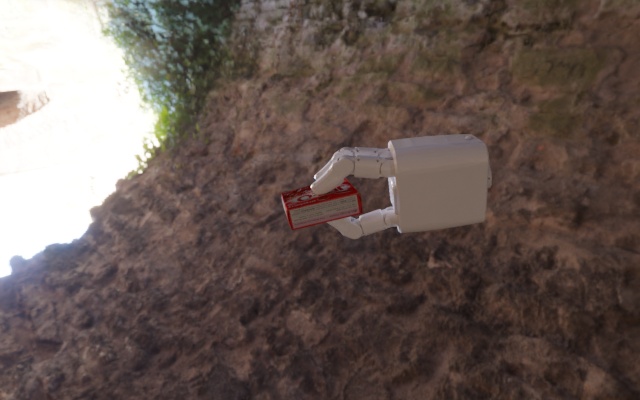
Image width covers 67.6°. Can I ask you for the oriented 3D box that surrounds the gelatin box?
[{"bbox_3d":[0.000,0.002,0.583,0.089,0.030,0.073,-14,18,-6],"label":"gelatin box"}]
